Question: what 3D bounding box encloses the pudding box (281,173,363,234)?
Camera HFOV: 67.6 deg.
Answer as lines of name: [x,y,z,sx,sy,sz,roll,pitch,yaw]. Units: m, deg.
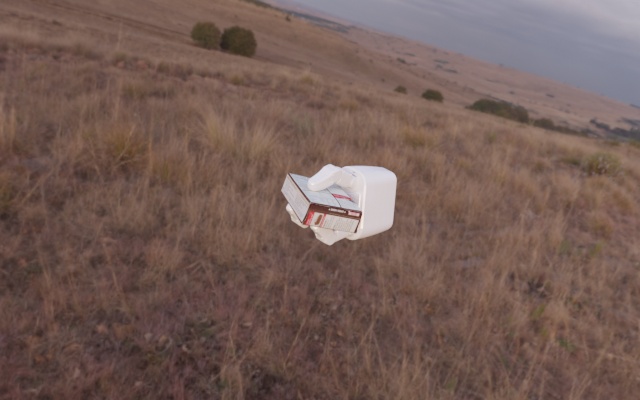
pudding box: [0.000,0.002,0.712,0.090,0.039,0.113,10,20,-25]
